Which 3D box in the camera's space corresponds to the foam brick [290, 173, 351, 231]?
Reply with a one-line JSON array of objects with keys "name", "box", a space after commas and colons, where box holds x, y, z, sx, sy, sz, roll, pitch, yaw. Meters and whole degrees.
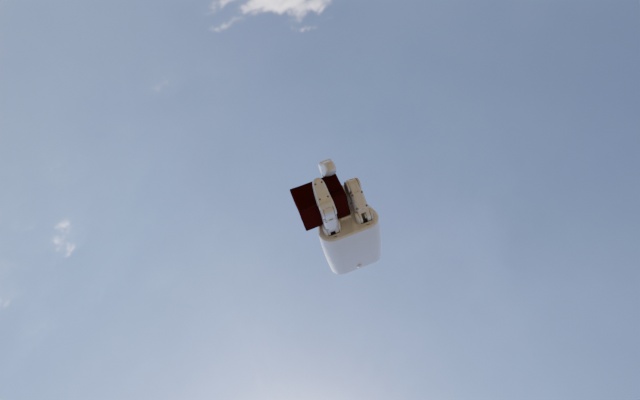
[{"name": "foam brick", "box": [0.000, 0.002, 0.745, 0.078, 0.053, 0.051, -20, -42, -5]}]
